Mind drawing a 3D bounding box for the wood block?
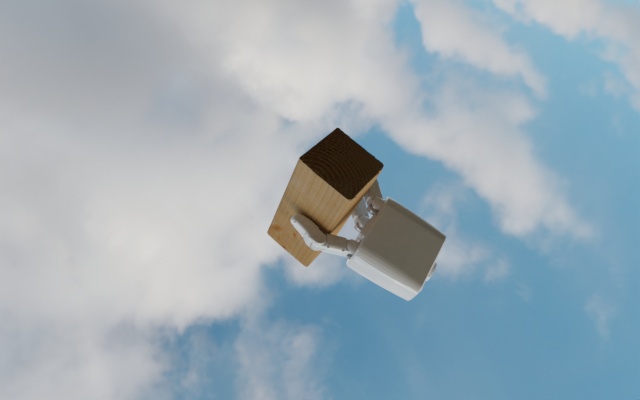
[{"bbox_3d":[0.000,0.003,0.718,0.090,0.090,0.206,-44,-10,-36],"label":"wood block"}]
